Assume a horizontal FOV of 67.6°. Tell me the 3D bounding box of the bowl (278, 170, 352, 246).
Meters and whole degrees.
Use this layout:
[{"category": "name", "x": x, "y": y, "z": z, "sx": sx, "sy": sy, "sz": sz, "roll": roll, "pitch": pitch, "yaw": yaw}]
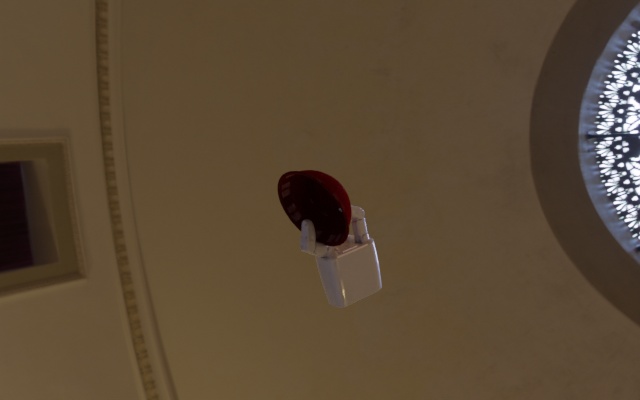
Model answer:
[{"category": "bowl", "x": 0.000, "y": 0.001, "z": 0.856, "sx": 0.162, "sy": 0.162, "sz": 0.055, "roll": 0, "pitch": 34, "yaw": 48}]
